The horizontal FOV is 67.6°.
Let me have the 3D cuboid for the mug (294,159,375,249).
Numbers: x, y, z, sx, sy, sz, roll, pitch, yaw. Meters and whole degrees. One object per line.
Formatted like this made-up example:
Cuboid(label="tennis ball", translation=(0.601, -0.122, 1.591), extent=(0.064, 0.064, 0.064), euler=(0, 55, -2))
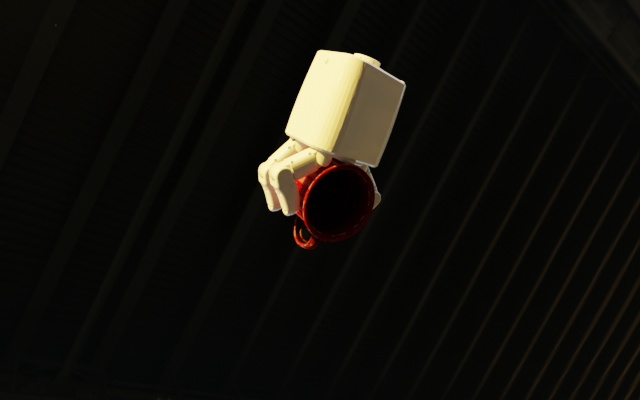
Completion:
Cuboid(label="mug", translation=(0.000, 0.003, 0.574), extent=(0.093, 0.117, 0.081), euler=(16, 11, -32))
